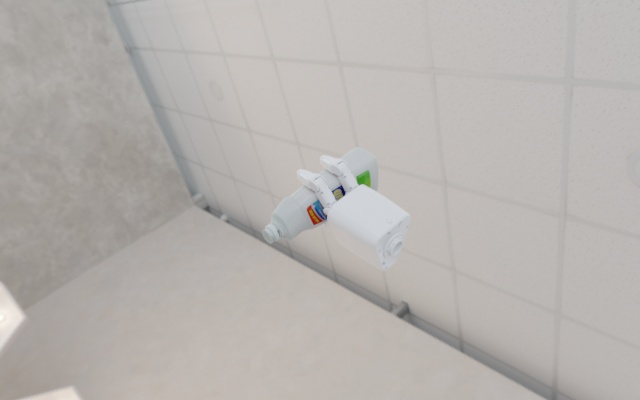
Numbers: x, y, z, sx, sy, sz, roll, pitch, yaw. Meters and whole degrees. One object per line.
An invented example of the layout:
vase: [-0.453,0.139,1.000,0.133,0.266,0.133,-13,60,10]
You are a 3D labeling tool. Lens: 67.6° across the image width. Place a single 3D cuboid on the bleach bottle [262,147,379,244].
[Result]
bleach bottle: [0.000,0.003,0.863,0.250,0.103,0.068,-36,52,-29]
